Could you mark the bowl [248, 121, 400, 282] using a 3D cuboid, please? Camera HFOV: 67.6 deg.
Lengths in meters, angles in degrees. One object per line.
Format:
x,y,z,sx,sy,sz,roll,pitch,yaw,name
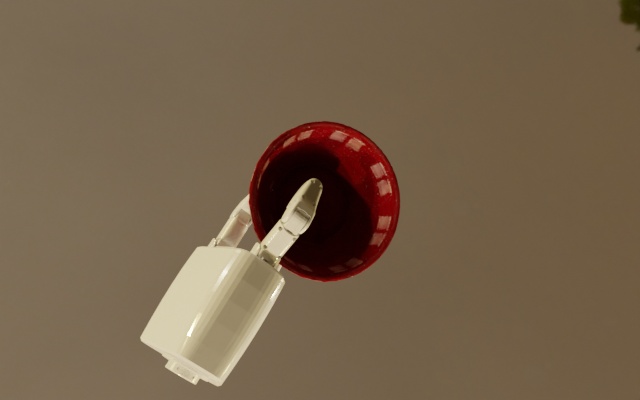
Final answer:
0.001,0.001,0.503,0.162,0.162,0.055,0,-3,-19,bowl
